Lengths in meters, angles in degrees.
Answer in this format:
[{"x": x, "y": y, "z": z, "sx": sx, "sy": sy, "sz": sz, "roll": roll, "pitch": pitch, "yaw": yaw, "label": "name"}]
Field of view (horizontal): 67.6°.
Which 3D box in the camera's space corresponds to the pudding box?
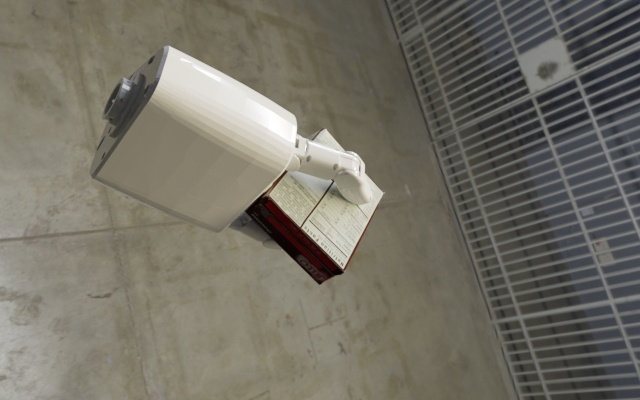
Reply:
[{"x": 0.000, "y": 0.001, "z": 0.413, "sx": 0.039, "sy": 0.090, "sz": 0.113, "roll": -31, "pitch": 18, "yaw": 44, "label": "pudding box"}]
